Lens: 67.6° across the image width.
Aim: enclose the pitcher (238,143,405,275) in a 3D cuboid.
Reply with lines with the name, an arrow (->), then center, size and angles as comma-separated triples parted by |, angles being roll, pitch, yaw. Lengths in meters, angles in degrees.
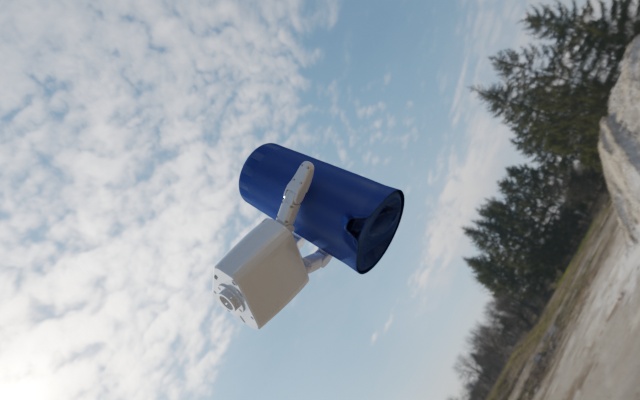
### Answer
pitcher -> 0.000, 0.002, 0.740 | 0.242, 0.149, 0.145 | 27, 53, 26
